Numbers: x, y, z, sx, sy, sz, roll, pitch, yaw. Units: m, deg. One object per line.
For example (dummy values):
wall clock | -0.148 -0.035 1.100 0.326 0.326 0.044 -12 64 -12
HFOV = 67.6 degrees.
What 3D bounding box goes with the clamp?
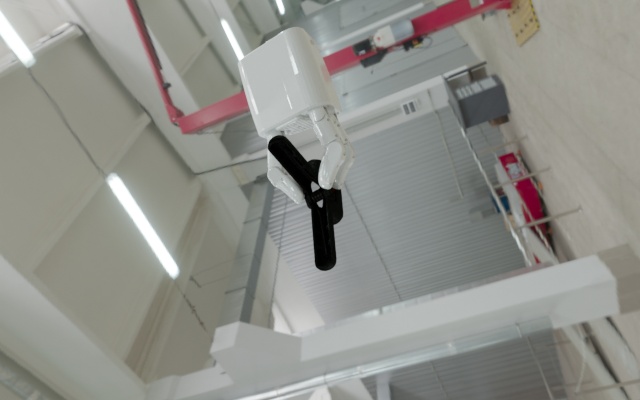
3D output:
clamp | -0.001 0.002 0.628 0.036 0.164 0.210 -20 -4 14
